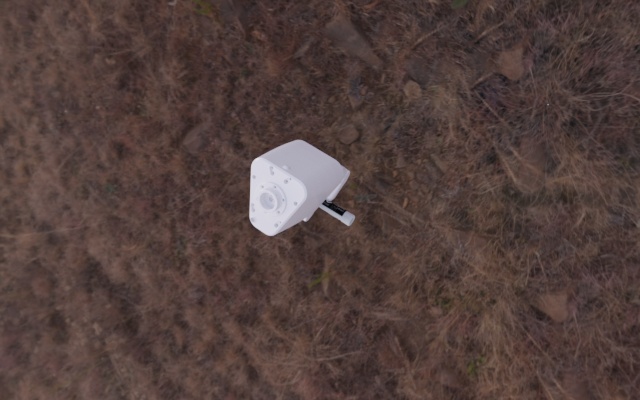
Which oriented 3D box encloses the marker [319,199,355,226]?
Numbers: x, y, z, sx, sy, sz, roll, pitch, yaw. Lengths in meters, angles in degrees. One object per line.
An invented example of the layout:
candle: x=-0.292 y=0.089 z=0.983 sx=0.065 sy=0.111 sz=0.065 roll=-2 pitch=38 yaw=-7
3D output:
marker: x=0.000 y=0.002 z=0.769 sx=0.121 sy=0.020 sz=0.020 roll=31 pitch=10 yaw=16
